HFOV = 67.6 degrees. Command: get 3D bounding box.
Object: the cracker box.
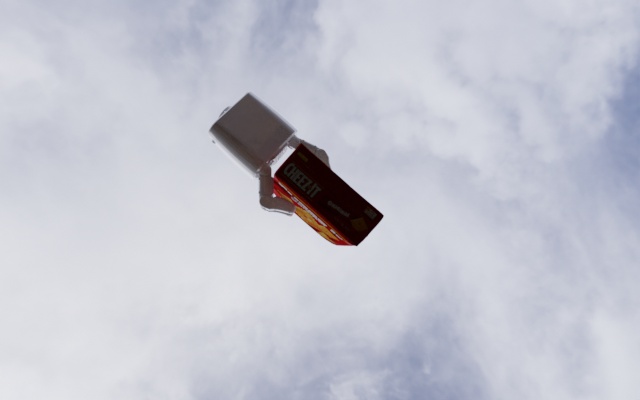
[{"bbox_3d":[0.000,0.002,0.791,0.164,0.072,0.214,41,-8,-1],"label":"cracker box"}]
